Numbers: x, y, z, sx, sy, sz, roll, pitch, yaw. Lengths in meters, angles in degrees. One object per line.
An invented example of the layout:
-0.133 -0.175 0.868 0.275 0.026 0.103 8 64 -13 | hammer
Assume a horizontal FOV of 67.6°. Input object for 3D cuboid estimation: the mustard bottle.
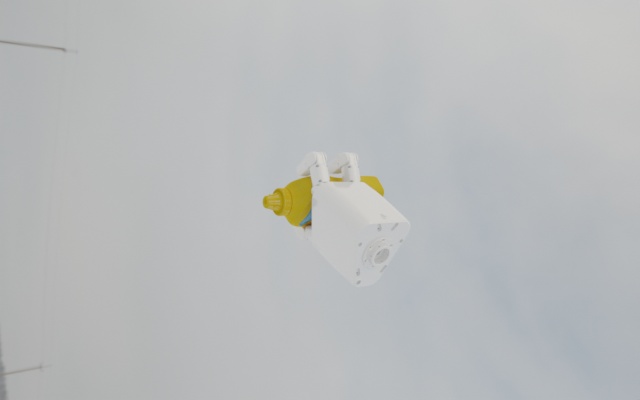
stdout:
0.000 0.002 0.732 0.191 0.058 0.096 -1 -36 -35 | mustard bottle
